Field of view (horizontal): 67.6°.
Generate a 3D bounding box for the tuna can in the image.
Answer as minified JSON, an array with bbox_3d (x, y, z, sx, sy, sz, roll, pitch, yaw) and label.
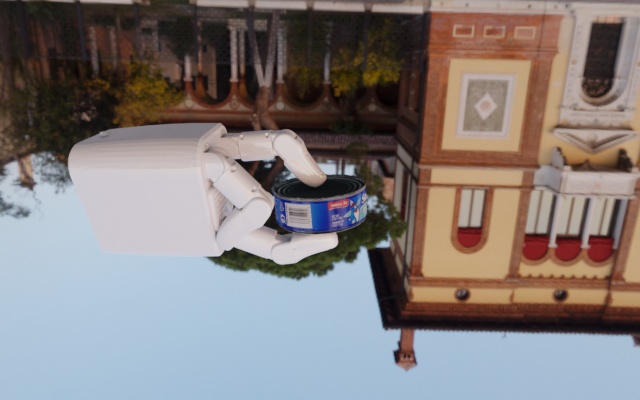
[{"bbox_3d":[0.000,0.002,0.441,0.086,0.034,0.086,-4,17,1],"label":"tuna can"}]
